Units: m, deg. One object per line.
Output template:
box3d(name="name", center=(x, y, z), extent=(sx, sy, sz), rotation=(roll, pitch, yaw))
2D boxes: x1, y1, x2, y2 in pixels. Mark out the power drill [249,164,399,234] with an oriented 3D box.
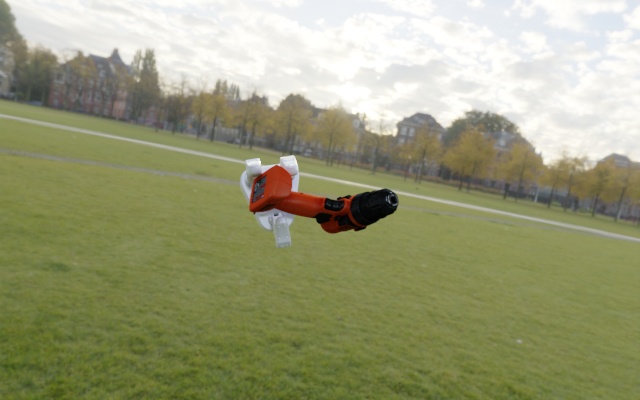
box3d(name="power drill", center=(0.000, 0.002, 0.724), extent=(0.188, 0.057, 0.184), rotation=(17, -22, -26))
